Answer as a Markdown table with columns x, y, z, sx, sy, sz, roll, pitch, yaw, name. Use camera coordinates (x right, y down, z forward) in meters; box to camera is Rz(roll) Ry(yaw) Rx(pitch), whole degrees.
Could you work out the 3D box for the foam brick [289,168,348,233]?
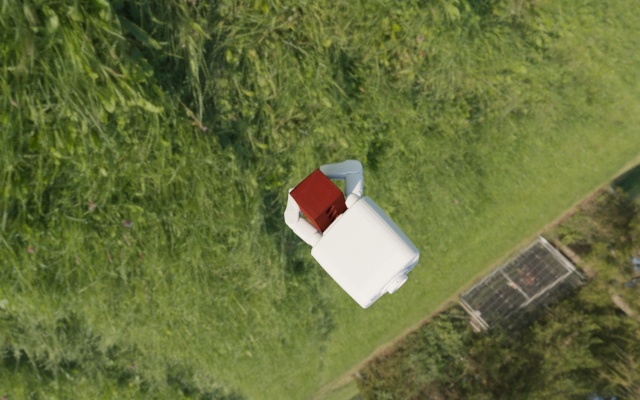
| x | y | z | sx | sy | sz | roll | pitch | yaw | name |
| --- | --- | --- | --- | --- | --- | --- | --- | --- | --- |
| 0.000 | 0.002 | 0.648 | 0.053 | 0.051 | 0.078 | -42 | -20 | -5 | foam brick |
